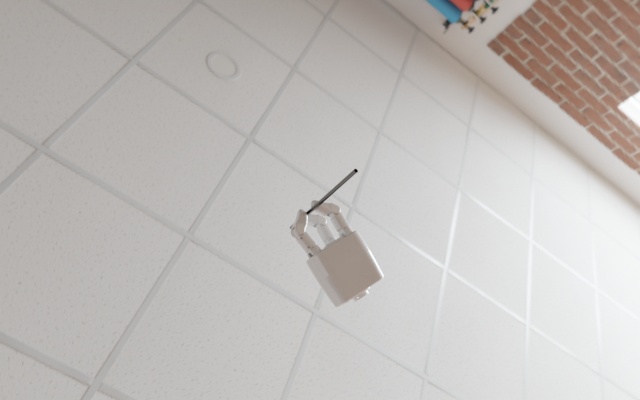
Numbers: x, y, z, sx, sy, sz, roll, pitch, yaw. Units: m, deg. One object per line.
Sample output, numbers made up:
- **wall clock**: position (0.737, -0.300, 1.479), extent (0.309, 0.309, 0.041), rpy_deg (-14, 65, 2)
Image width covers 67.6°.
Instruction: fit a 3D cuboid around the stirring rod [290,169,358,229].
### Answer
- **stirring rod**: position (0.000, 0.003, 0.893), extent (0.011, 0.011, 0.240), rpy_deg (0, -26, -34)
